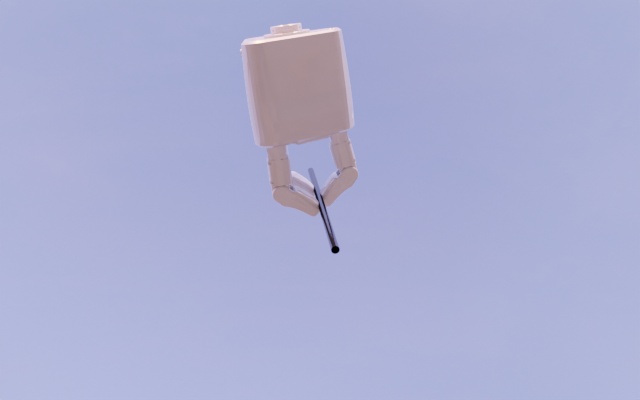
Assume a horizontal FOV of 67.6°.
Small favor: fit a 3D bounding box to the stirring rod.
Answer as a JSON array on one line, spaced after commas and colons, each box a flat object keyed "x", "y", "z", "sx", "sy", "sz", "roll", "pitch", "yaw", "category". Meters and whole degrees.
[{"x": 0.000, "y": 0.002, "z": 0.544, "sx": 0.011, "sy": 0.011, "sz": 0.239, "roll": 0, "pitch": 21, "yaw": -7, "category": "stirring rod"}]
